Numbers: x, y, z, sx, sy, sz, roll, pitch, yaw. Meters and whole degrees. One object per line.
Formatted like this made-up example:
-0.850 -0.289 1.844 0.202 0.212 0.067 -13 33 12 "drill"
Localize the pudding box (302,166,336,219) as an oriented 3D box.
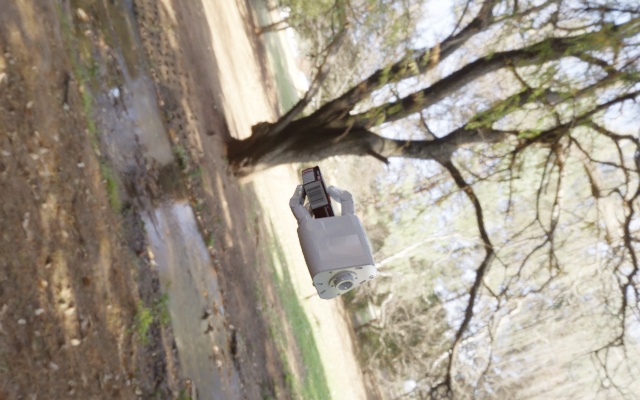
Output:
0.000 0.003 0.873 0.039 0.113 0.090 -17 21 1 "pudding box"
